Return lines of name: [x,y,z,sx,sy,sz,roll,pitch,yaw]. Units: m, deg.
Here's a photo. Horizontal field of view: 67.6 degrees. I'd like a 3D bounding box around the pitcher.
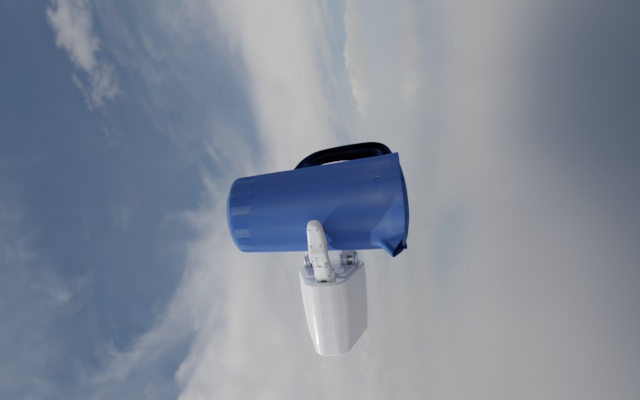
pitcher: [0.000,0.002,0.673,0.243,0.145,0.149,-5,11,9]
